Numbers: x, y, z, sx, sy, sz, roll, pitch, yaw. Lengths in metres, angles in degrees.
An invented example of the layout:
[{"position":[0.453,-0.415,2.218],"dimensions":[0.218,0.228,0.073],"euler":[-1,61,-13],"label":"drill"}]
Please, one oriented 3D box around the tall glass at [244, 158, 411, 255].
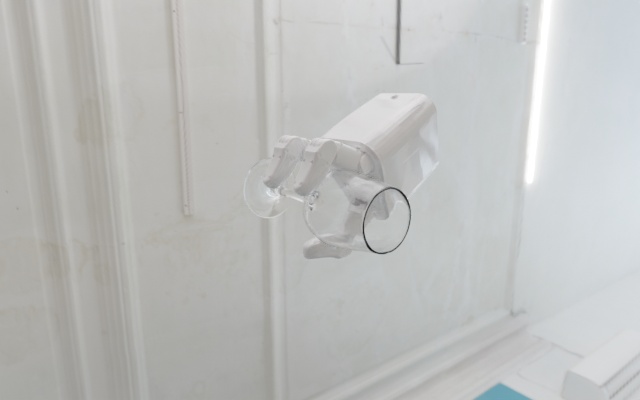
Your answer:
[{"position":[0.000,0.002,0.504],"dimensions":[0.079,0.079,0.201],"euler":[0,10,-38],"label":"tall glass"}]
